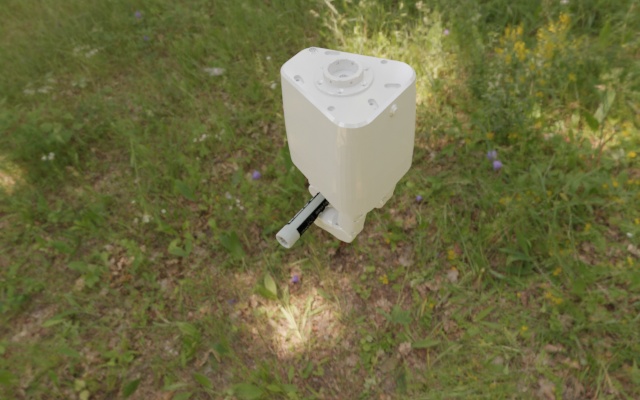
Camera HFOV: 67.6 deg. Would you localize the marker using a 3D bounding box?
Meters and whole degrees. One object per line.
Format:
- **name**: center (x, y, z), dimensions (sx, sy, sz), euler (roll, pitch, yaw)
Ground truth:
- **marker**: center (0.000, 0.002, 0.495), dimensions (0.121, 0.020, 0.020), euler (-46, 26, -27)
